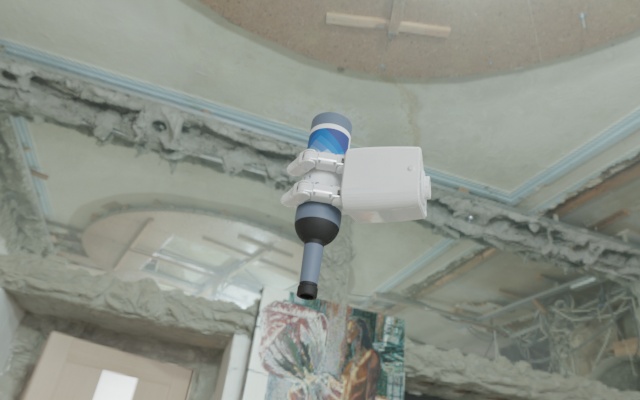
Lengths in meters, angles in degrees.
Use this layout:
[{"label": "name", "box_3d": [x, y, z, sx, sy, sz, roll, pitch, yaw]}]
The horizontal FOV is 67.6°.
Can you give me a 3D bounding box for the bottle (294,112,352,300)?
[{"label": "bottle", "box_3d": [0.000, 0.002, 0.706, 0.069, 0.295, 0.069, 6, -31, 4]}]
